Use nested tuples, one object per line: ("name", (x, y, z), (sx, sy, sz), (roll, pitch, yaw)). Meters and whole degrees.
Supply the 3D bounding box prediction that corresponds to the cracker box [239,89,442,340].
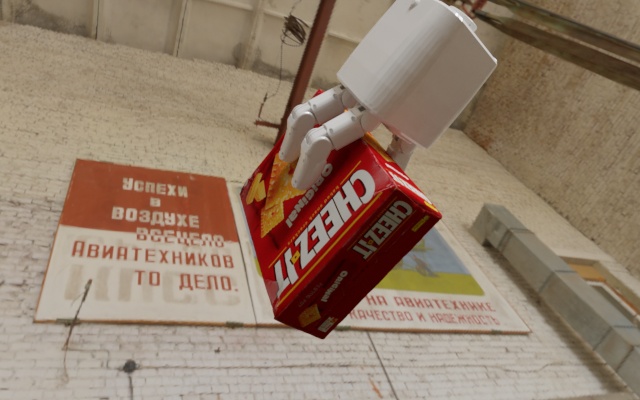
("cracker box", (0.000, 0.002, 0.490), (0.072, 0.164, 0.213), (30, 19, -33))
